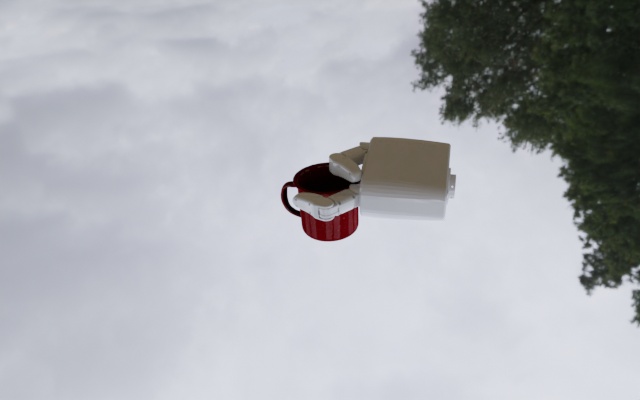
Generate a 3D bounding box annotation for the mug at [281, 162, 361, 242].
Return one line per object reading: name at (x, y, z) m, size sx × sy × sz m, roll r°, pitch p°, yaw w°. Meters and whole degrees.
mug at (-0.001, 0.002, 0.664) m, size 0.117 × 0.081 × 0.093 m, roll 4°, pitch 31°, yaw 15°
